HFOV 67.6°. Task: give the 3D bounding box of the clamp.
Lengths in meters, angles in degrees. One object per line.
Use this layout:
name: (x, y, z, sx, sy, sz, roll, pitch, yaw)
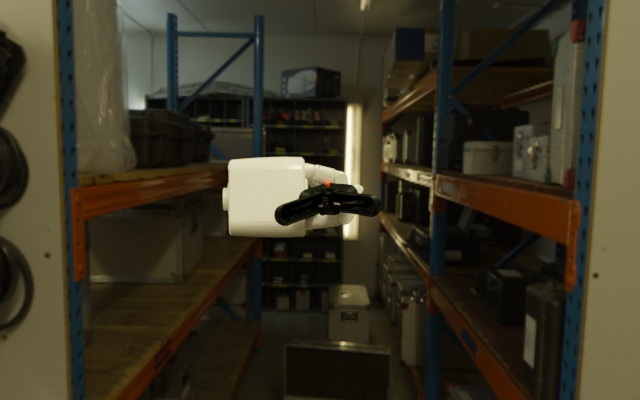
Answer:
clamp: (0.000, 0.001, 0.603, 0.120, 0.039, 0.171, -2, 6, -7)
